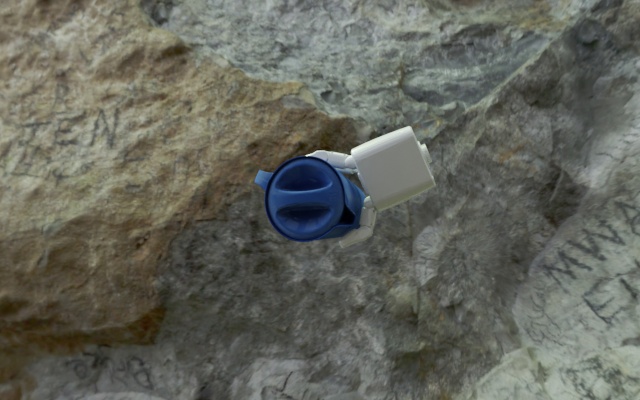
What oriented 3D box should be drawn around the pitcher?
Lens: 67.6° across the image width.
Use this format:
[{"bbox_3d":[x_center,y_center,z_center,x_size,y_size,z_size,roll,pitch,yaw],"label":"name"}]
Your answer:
[{"bbox_3d":[0.000,0.003,0.842,0.145,0.149,0.243,-24,-12,14],"label":"pitcher"}]
